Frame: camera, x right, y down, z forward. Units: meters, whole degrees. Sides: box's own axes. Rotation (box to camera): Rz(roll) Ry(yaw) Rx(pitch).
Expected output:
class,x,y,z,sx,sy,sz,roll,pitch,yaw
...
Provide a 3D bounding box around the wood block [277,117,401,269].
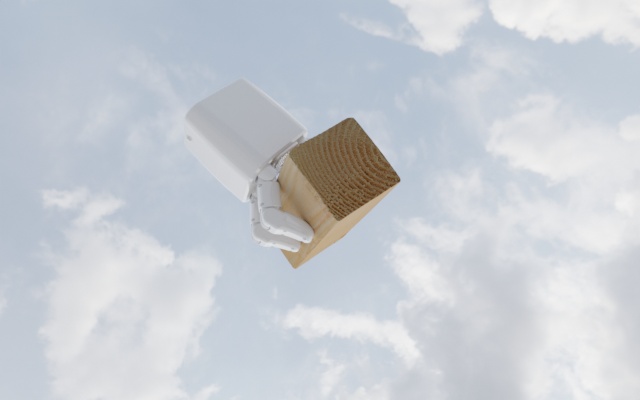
class,x,y,z,sx,sy,sz,roll,pitch,yaw
wood block,0.000,0.001,0.577,0.091,0.090,0.206,-33,-9,-24
